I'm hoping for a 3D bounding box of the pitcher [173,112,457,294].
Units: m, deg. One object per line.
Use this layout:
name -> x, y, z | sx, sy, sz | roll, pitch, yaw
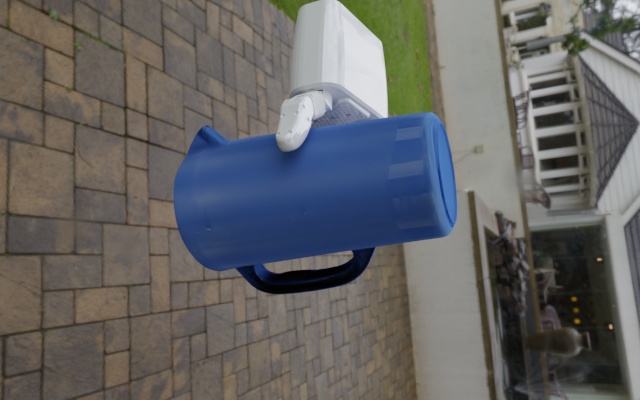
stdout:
pitcher -> 0.000, 0.001, 0.454 | 0.243, 0.145, 0.149 | -8, -24, 23
